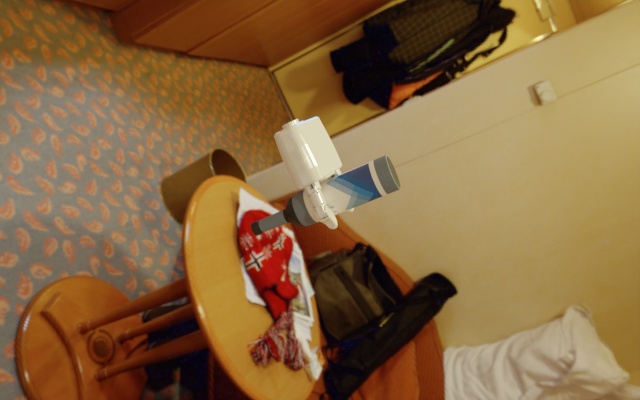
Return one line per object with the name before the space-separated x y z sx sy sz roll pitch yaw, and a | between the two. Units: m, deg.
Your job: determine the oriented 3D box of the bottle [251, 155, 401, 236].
bottle | 0.000 0.003 0.894 0.296 0.069 0.069 -22 -7 17
